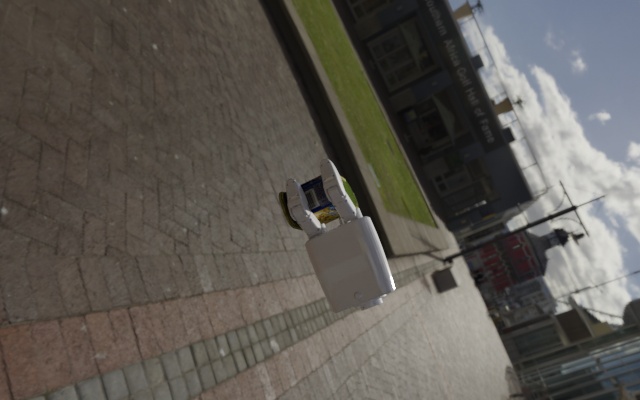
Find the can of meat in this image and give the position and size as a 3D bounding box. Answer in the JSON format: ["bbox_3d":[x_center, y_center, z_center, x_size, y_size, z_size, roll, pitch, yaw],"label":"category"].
[{"bbox_3d":[0.000,0.002,0.699,0.084,0.057,0.102,-25,-16,15],"label":"can of meat"}]
